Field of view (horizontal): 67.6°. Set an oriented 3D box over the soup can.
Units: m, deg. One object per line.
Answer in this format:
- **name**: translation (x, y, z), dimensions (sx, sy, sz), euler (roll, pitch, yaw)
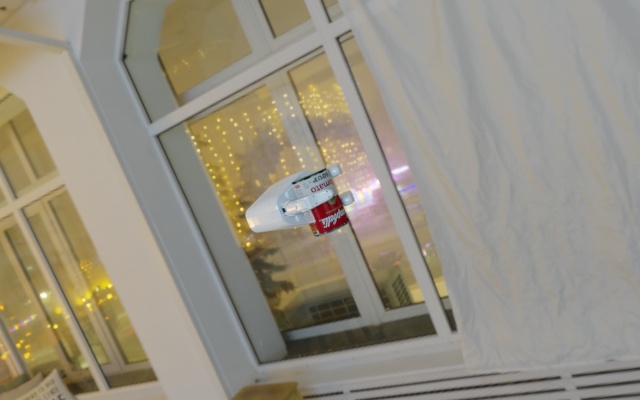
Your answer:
- **soup can**: translation (0.000, 0.002, 0.821), dimensions (0.068, 0.102, 0.068), euler (-23, 5, 2)
